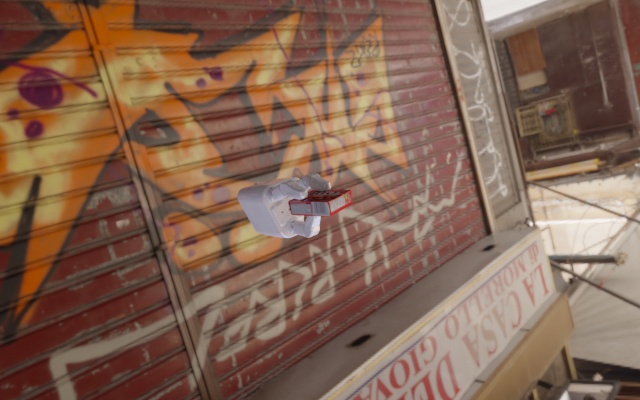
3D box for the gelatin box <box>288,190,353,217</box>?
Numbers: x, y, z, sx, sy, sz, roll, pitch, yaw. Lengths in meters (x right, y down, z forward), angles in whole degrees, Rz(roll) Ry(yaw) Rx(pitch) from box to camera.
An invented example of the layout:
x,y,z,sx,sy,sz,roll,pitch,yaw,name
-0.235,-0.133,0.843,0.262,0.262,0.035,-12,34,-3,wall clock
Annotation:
x,y,z,sx,sy,sz,roll,pitch,yaw,name
0.000,0.003,0.841,0.089,0.030,0.073,1,17,37,gelatin box
